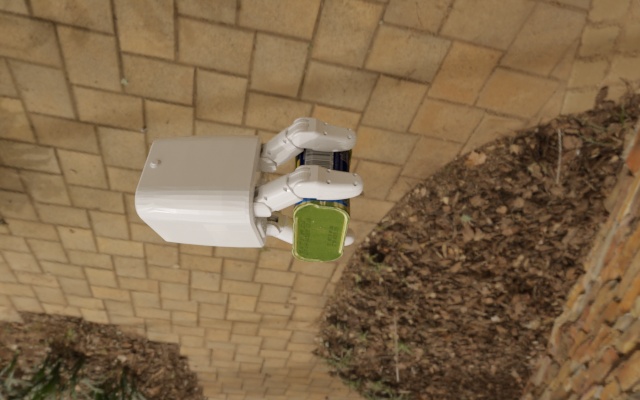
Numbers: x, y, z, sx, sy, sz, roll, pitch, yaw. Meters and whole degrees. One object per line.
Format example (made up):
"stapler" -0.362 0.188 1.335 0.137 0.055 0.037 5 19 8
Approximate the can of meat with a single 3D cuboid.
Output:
"can of meat" 0.000 0.002 0.475 0.057 0.084 0.102 4 -38 -1
